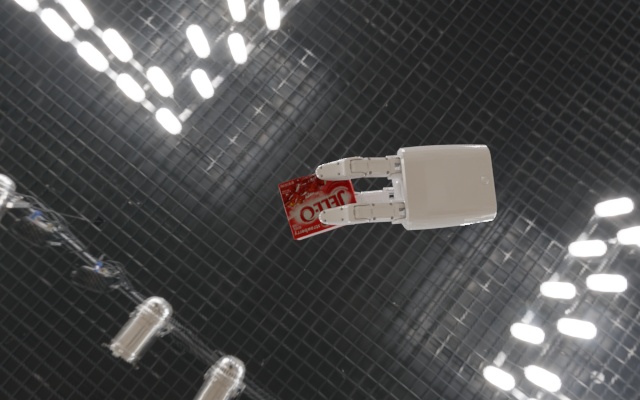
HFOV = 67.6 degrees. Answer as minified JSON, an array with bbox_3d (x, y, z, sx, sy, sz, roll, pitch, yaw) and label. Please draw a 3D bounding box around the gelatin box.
[{"bbox_3d":[0.000,0.002,0.598,0.089,0.073,0.030,-18,-9,5],"label":"gelatin box"}]
